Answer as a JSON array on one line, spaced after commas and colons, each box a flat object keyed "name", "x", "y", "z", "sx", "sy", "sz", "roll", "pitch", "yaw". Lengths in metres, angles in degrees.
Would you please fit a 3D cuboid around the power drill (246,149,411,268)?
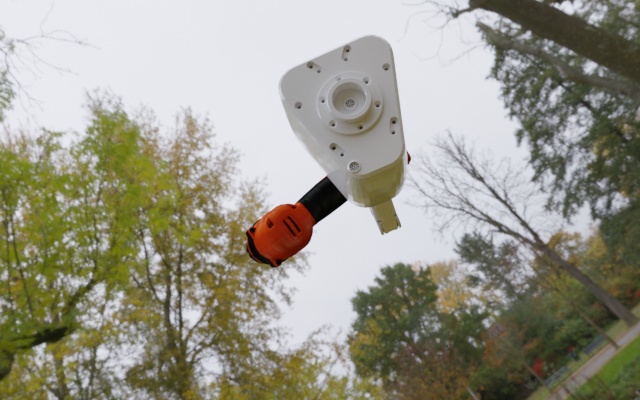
[{"name": "power drill", "x": 0.000, "y": 0.001, "z": 0.527, "sx": 0.187, "sy": 0.057, "sz": 0.184, "roll": -41, "pitch": 3, "yaw": -19}]
